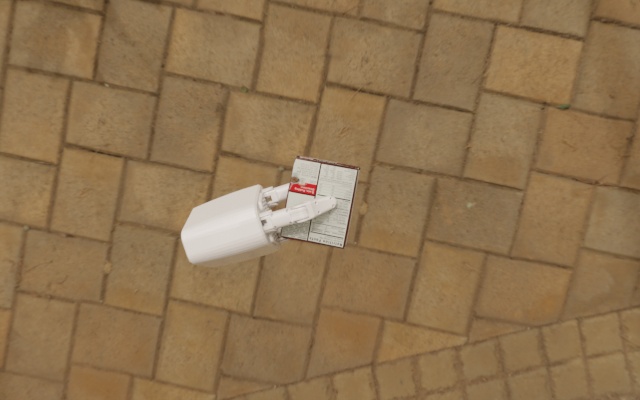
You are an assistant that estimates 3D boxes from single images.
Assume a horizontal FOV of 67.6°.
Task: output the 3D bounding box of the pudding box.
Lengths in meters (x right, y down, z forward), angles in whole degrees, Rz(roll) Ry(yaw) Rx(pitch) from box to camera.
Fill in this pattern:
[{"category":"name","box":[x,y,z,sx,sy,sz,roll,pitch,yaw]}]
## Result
[{"category":"pudding box","box":[0.000,0.002,0.641,0.090,0.113,0.039,11,7,4]}]
